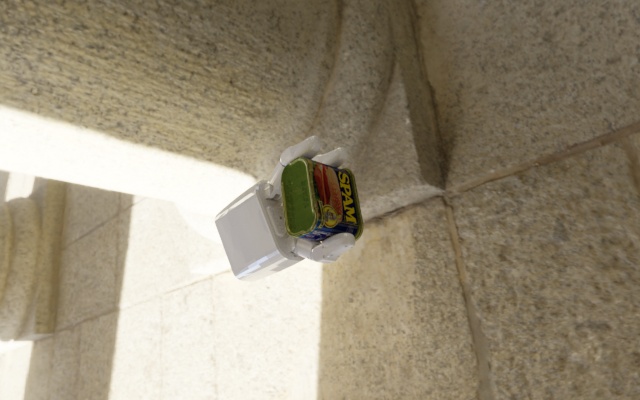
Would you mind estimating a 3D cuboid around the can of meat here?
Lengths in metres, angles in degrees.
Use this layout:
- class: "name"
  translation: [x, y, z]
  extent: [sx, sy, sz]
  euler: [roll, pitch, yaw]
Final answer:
- class: "can of meat"
  translation: [0.000, 0.002, 0.593]
  extent: [0.057, 0.102, 0.084]
  euler: [-27, -28, 38]
